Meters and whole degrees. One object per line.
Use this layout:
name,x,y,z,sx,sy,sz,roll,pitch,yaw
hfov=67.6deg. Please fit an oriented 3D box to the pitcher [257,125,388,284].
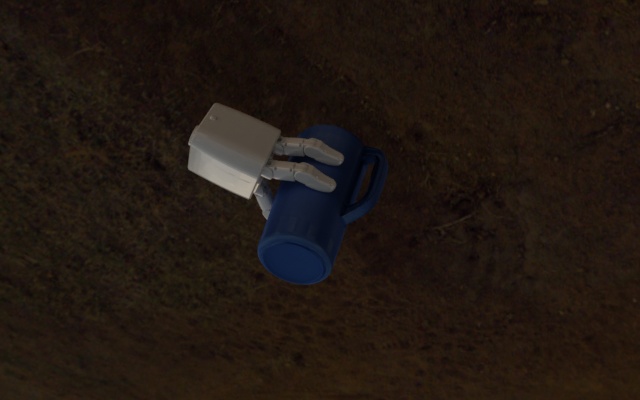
pitcher,0.000,0.002,0.730,0.145,0.242,0.149,27,-44,-9
